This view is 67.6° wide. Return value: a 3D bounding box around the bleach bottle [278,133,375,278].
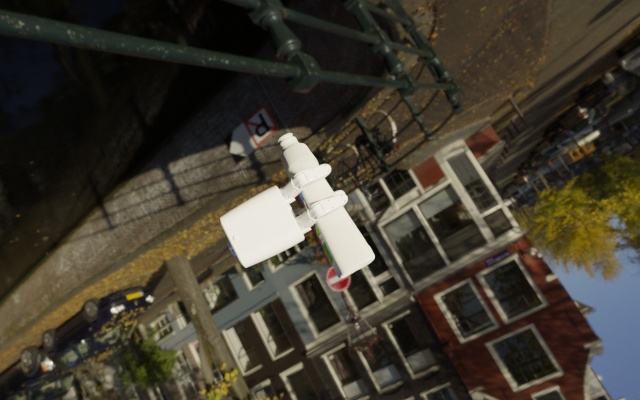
[{"bbox_3d":[0.000,0.003,0.793,0.068,0.250,0.102,-28,-12,-5],"label":"bleach bottle"}]
